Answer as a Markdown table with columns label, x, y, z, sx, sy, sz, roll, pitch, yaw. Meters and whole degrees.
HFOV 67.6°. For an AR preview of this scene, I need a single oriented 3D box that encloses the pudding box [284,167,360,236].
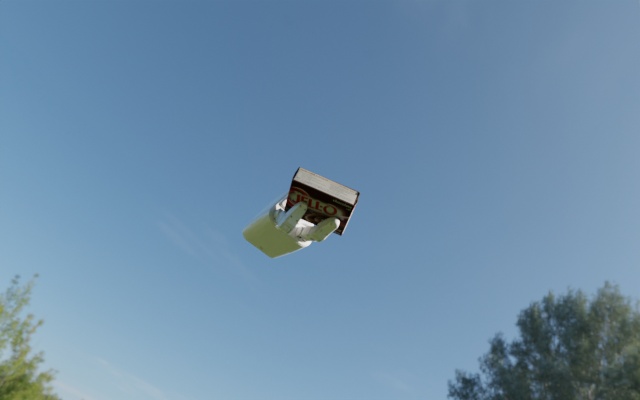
| label | x | y | z | sx | sy | sz | roll | pitch | yaw |
| --- | --- | --- | --- | --- | --- | --- | --- | --- | --- |
| pudding box | 0.000 | 0.003 | 0.804 | 0.113 | 0.039 | 0.090 | 21 | -38 | 1 |
